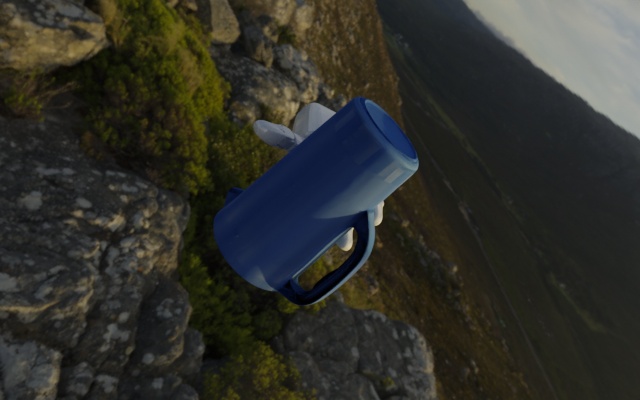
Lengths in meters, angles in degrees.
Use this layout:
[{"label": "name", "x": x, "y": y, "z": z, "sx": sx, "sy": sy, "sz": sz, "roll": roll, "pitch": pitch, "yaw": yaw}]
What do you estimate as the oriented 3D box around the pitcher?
[{"label": "pitcher", "x": 0.000, "y": 0.002, "z": 0.575, "sx": 0.149, "sy": 0.243, "sz": 0.145, "roll": 38, "pitch": 26, "yaw": -24}]
